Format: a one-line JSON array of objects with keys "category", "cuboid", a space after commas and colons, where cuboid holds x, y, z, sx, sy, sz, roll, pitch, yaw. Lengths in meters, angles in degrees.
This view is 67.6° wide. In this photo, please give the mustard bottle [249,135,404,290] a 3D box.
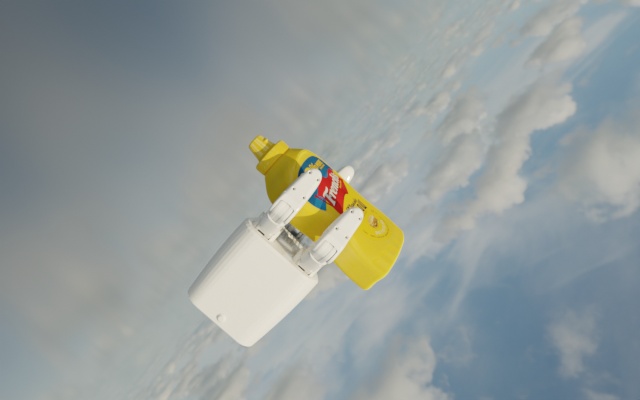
[{"category": "mustard bottle", "cuboid": [0.000, 0.002, 0.508, 0.058, 0.191, 0.096, -46, 4, 35]}]
